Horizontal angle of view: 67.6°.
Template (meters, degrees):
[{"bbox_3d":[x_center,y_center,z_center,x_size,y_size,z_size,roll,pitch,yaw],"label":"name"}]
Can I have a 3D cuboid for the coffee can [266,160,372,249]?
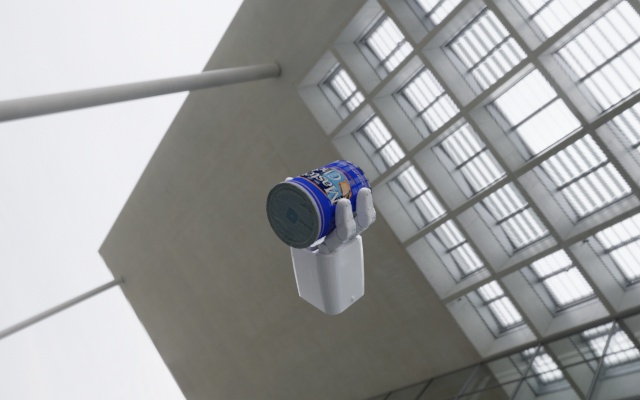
[{"bbox_3d":[0.000,0.002,0.745,0.103,0.103,0.140,0,17,40],"label":"coffee can"}]
